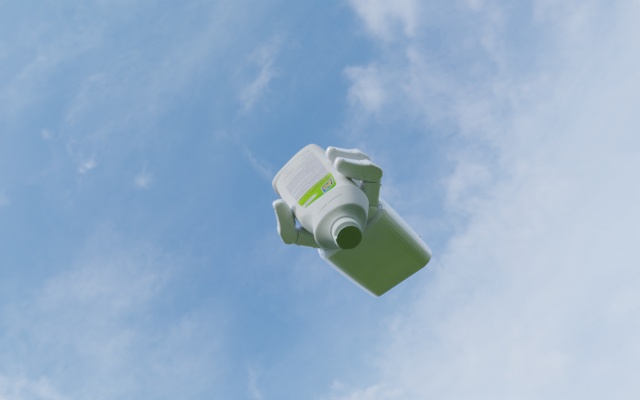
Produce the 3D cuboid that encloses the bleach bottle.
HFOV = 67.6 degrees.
[{"bbox_3d":[0.000,0.002,0.615,0.068,0.102,0.250,41,8,-22],"label":"bleach bottle"}]
